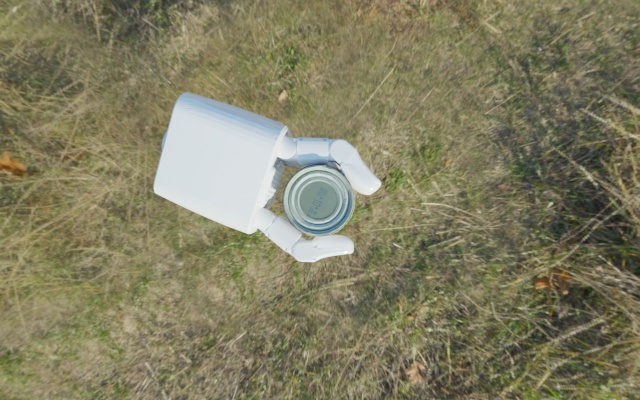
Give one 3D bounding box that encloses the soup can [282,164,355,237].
[{"bbox_3d":[0.000,0.002,0.481,0.068,0.068,0.102,0,-2,2],"label":"soup can"}]
